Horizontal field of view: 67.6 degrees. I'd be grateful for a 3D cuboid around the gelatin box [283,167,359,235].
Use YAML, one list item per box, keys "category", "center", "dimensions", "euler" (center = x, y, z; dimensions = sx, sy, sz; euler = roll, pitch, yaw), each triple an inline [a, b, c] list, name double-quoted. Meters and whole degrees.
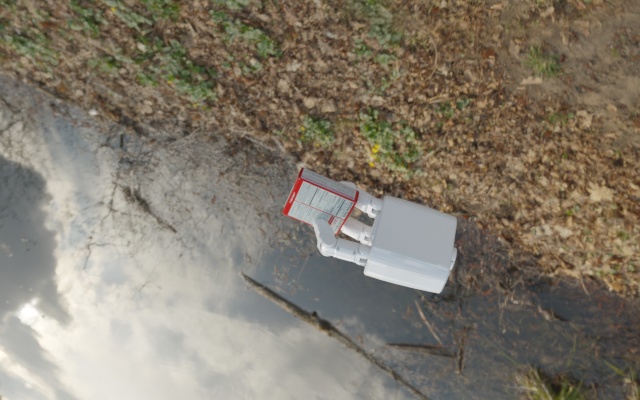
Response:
- category: "gelatin box"
  center: [0.000, 0.002, 0.676]
  dimensions: [0.089, 0.073, 0.030]
  euler: [22, 40, -7]
